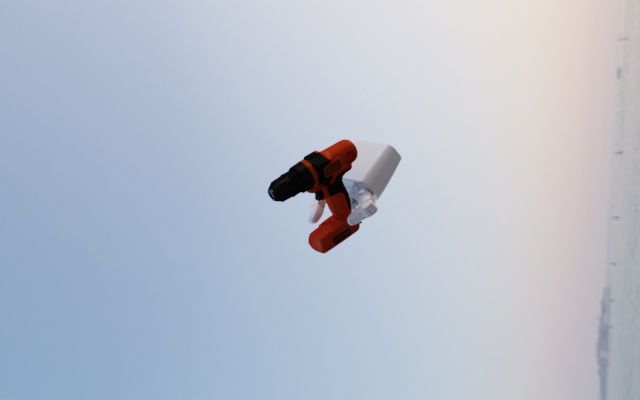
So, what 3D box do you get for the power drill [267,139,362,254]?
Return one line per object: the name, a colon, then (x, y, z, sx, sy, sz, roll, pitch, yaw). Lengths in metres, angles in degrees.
power drill: (0.000, 0.003, 0.860, 0.184, 0.188, 0.057, -31, 41, -24)
